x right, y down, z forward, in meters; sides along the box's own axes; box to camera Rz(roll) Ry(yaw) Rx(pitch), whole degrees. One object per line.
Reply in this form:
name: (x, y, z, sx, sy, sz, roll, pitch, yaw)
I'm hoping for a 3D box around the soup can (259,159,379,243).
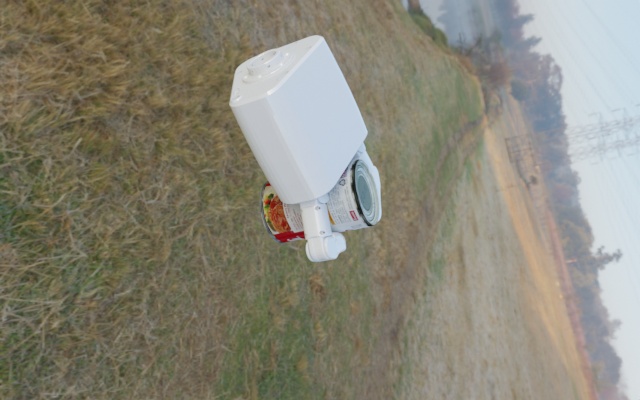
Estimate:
soup can: (0.001, 0.002, 0.480, 0.102, 0.068, 0.068, -12, -5, 23)
